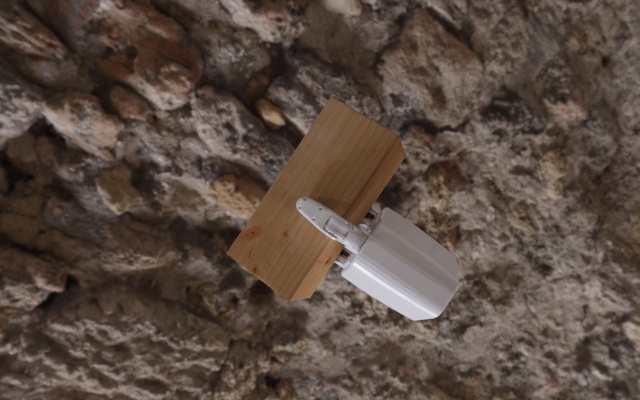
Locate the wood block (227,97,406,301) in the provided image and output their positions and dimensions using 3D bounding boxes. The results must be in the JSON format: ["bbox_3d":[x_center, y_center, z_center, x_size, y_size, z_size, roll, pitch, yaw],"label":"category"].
[{"bbox_3d":[0.000,0.002,0.544,0.090,0.206,0.091,34,1,17],"label":"wood block"}]
